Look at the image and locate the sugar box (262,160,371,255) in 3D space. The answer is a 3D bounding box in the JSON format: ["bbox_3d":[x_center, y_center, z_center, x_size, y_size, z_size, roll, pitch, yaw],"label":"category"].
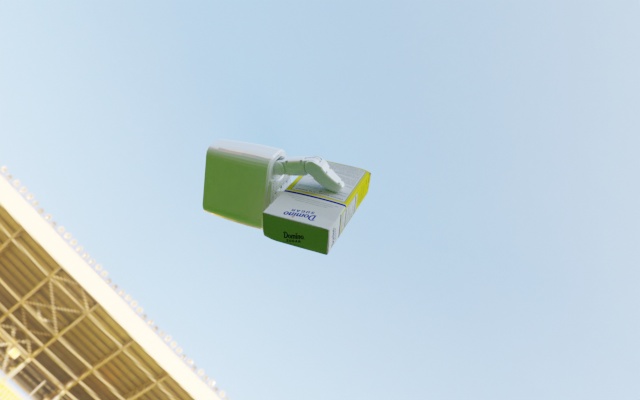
[{"bbox_3d":[0.000,0.003,0.661,0.093,0.048,0.176,14,35,18],"label":"sugar box"}]
